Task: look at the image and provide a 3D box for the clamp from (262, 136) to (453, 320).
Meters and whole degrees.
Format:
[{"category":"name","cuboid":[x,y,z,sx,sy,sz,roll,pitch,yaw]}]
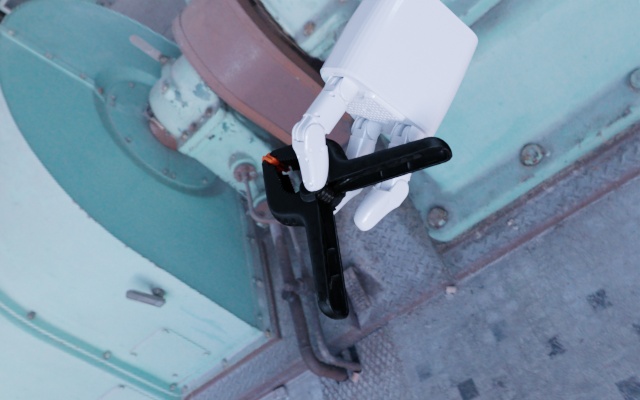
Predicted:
[{"category":"clamp","cuboid":[-0.001,0.001,0.438,0.036,0.164,0.210,36,-9,-40]}]
